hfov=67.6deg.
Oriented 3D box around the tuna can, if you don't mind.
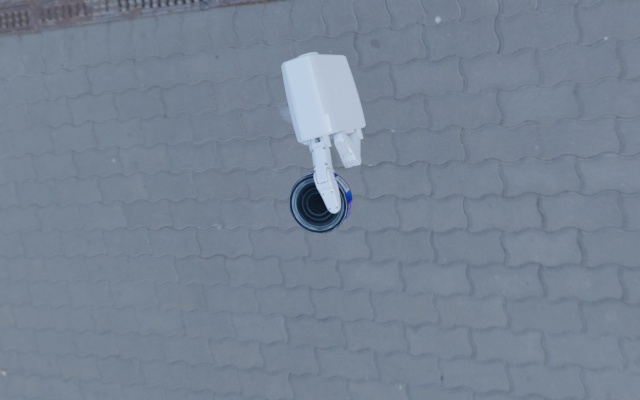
[{"bbox_3d":[0.000,0.002,0.662,0.086,0.086,0.033,0,12,15],"label":"tuna can"}]
